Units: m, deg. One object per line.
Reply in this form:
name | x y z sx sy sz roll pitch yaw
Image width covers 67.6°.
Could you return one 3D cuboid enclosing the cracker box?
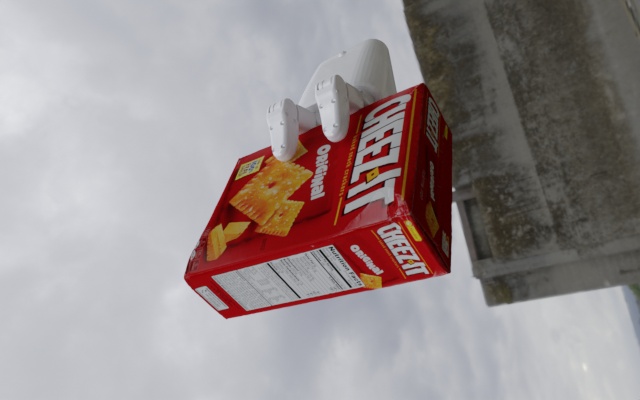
cracker box | 0.000 0.002 0.415 0.214 0.164 0.072 -18 -53 30
